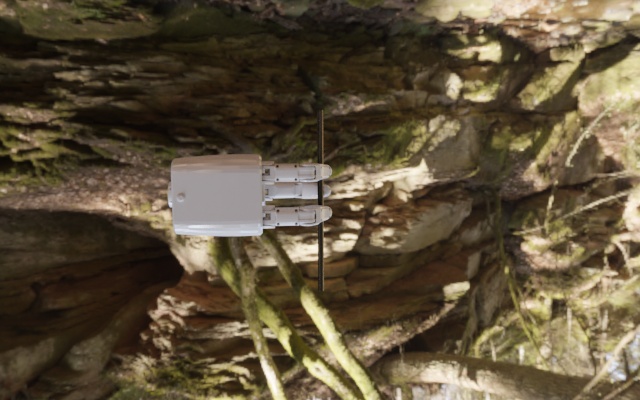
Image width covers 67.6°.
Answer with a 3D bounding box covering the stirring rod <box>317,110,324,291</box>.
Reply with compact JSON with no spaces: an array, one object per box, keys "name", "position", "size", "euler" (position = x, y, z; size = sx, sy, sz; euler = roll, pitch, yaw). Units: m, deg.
[{"name":"stirring rod","position":[0.000,0.002,0.634],"size":[0.011,0.239,0.011],"euler":[0,6,0]}]
